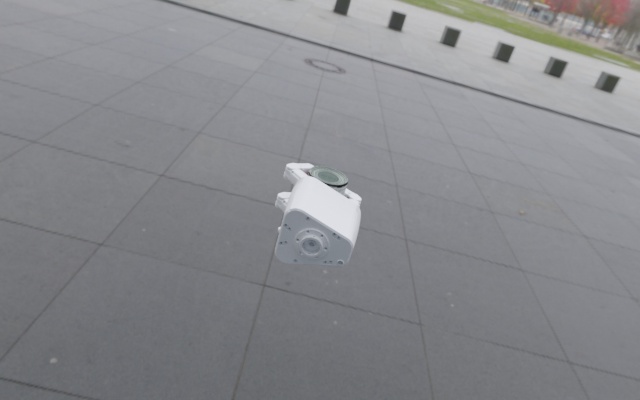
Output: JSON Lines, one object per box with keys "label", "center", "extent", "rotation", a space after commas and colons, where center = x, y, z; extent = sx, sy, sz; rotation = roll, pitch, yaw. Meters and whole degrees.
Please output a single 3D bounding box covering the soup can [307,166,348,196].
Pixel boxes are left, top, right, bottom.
{"label": "soup can", "center": [0.000, 0.002, 0.786], "extent": [0.068, 0.102, 0.068], "rotation": [13, 27, -7]}
